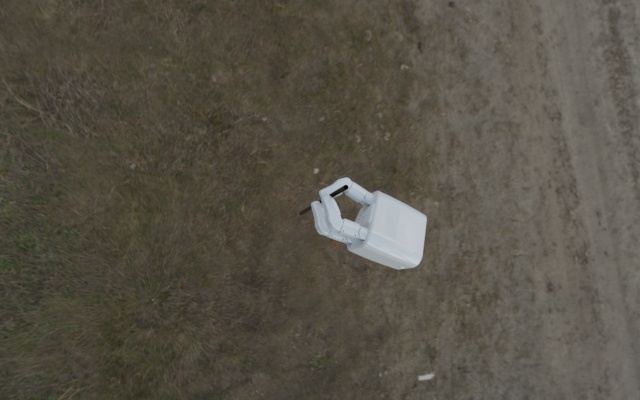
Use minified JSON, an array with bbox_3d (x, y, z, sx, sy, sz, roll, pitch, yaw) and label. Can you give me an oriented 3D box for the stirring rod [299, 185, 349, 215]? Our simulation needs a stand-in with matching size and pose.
[{"bbox_3d":[0.000,0.003,0.841,0.011,0.011,0.239,0,-11,-19],"label":"stirring rod"}]
